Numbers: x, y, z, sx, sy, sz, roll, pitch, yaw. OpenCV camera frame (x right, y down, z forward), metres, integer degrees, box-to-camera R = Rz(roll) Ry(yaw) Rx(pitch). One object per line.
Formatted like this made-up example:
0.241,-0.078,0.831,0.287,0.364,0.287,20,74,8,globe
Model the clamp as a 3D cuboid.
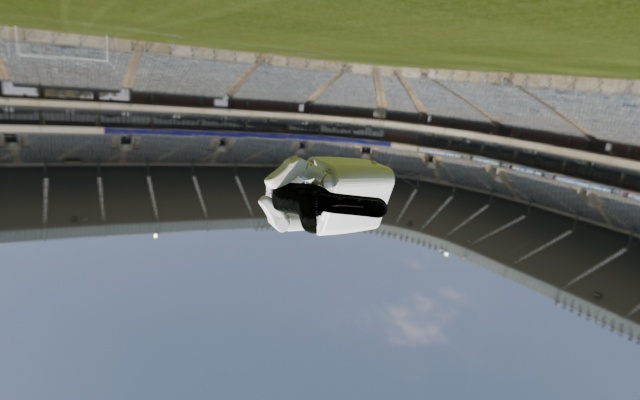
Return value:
0.000,0.003,0.618,0.120,0.039,0.171,-2,17,-29,clamp
